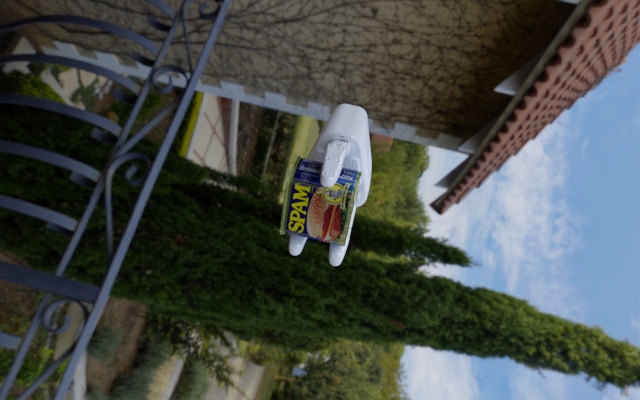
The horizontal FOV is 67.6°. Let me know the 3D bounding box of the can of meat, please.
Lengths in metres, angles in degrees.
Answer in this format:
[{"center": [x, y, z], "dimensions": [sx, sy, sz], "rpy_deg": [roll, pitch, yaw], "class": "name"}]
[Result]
[{"center": [0.000, 0.002, 0.592], "dimensions": [0.084, 0.102, 0.057], "rpy_deg": [13, 31, 4], "class": "can of meat"}]
